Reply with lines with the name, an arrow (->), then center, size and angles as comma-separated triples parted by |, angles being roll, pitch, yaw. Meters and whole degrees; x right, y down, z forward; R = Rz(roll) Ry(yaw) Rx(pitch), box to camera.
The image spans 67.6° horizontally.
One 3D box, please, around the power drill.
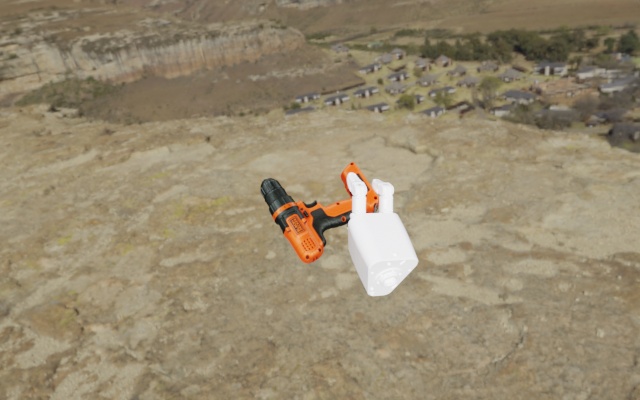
power drill -> 0.001, 0.003, 0.899 | 0.187, 0.184, 0.057 | -29, -19, -13
